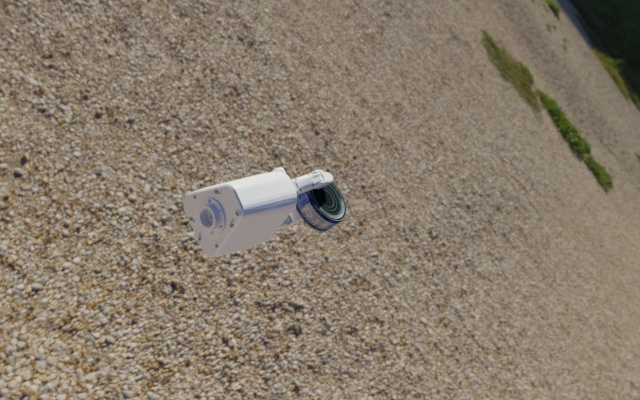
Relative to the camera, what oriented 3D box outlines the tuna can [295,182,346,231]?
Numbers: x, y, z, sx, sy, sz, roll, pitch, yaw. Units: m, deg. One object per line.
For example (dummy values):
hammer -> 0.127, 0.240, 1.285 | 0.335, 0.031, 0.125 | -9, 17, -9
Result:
tuna can -> 0.001, 0.002, 0.739 | 0.034, 0.086, 0.086 | -34, -20, 33
